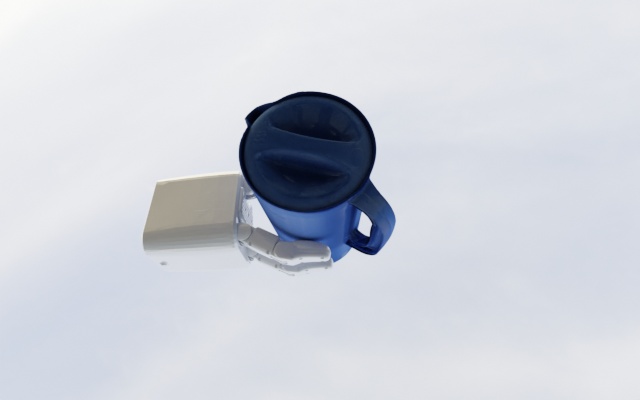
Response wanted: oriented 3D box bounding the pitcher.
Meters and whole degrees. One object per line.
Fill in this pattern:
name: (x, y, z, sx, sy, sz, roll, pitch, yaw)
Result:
pitcher: (0.000, 0.002, 0.558, 0.145, 0.149, 0.243, -6, -24, 1)
